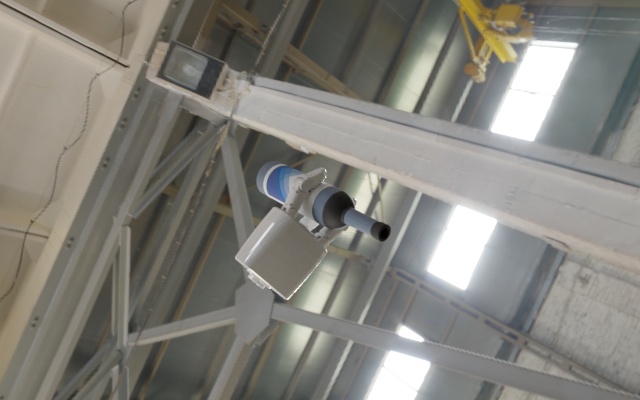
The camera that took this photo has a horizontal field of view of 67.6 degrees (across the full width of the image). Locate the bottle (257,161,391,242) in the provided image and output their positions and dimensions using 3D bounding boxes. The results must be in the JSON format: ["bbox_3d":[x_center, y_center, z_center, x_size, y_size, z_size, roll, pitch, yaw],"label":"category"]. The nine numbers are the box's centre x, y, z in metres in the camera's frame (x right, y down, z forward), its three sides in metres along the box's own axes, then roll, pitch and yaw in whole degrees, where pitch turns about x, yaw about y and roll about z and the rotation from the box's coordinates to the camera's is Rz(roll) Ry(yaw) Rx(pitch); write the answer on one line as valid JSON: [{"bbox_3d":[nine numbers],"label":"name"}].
[{"bbox_3d":[0.000,0.002,0.799,0.069,0.069,0.295,0,18,-42],"label":"bottle"}]
